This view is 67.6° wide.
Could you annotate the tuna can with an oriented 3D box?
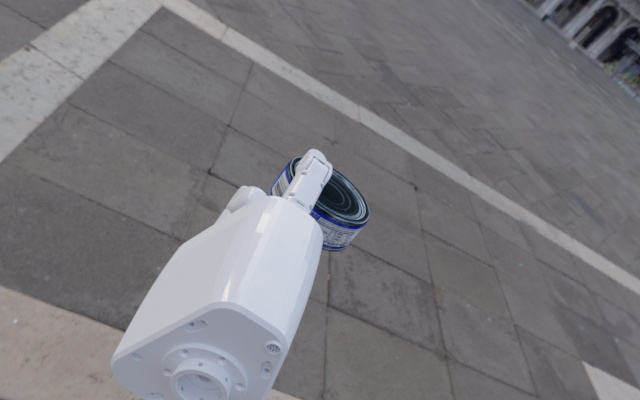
[{"bbox_3d":[0.000,0.001,0.414,0.086,0.034,0.086,29,27,-17],"label":"tuna can"}]
